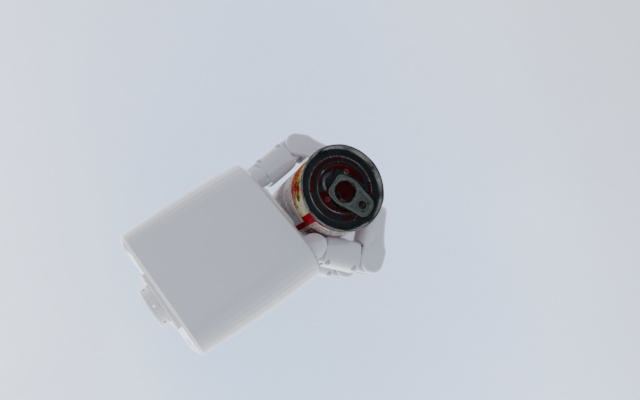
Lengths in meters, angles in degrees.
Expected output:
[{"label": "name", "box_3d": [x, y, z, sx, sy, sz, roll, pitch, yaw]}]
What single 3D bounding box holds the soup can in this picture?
[{"label": "soup can", "box_3d": [0.000, 0.001, 0.403, 0.068, 0.068, 0.102, 0, -13, -21]}]
